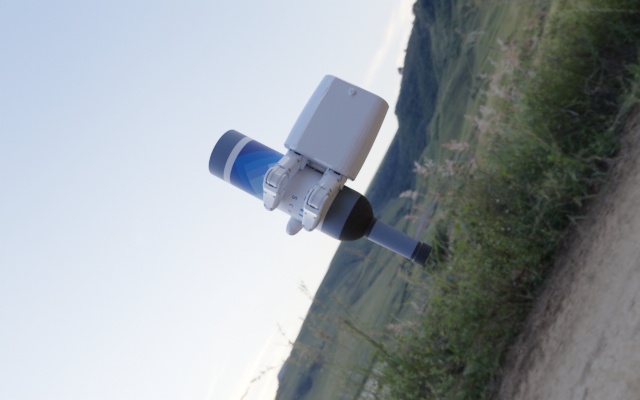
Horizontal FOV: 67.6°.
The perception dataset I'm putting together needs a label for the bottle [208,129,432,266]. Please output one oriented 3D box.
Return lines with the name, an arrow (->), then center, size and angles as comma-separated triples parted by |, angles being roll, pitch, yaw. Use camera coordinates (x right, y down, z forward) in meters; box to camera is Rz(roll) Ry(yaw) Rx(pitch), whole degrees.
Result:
bottle -> 0.000, 0.002, 0.603 | 0.295, 0.069, 0.069 | 27, 5, 10
